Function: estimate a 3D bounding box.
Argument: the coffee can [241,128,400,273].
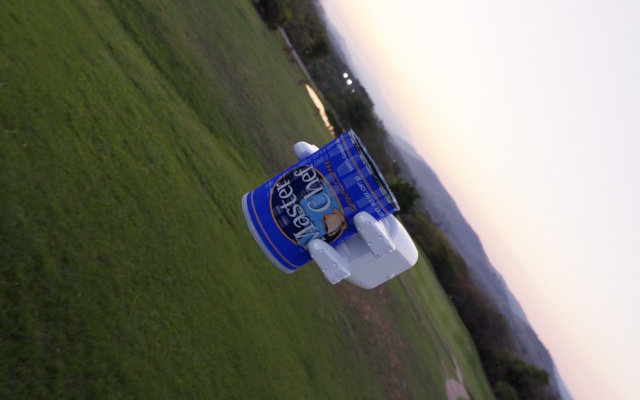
[{"bbox_3d":[0.000,0.002,0.524,0.140,0.103,0.103,-31,-7,11],"label":"coffee can"}]
